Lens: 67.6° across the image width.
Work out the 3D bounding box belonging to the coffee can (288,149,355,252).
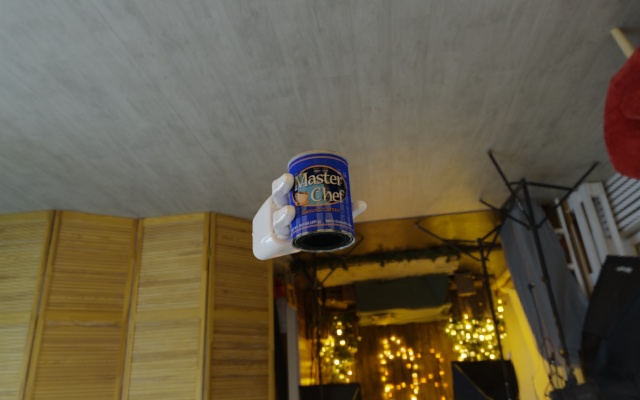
[{"bbox_3d":[0.000,0.002,0.779,0.103,0.140,0.103,-3,-24,-1],"label":"coffee can"}]
